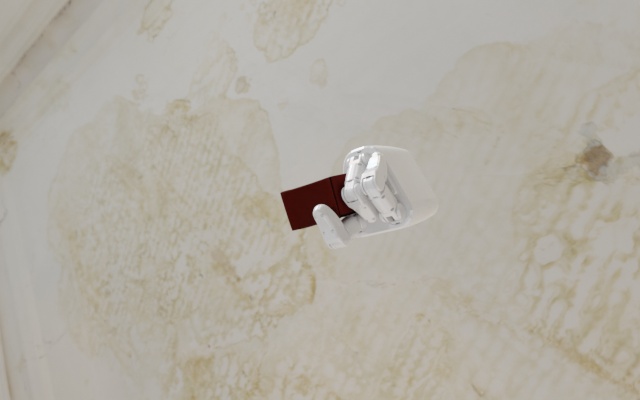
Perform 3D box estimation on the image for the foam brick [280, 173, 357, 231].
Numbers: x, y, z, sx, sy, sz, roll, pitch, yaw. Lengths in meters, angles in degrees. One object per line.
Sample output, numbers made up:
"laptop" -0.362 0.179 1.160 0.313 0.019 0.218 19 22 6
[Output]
"foam brick" 0.000 0.002 0.599 0.078 0.053 0.051 -16 0 34
